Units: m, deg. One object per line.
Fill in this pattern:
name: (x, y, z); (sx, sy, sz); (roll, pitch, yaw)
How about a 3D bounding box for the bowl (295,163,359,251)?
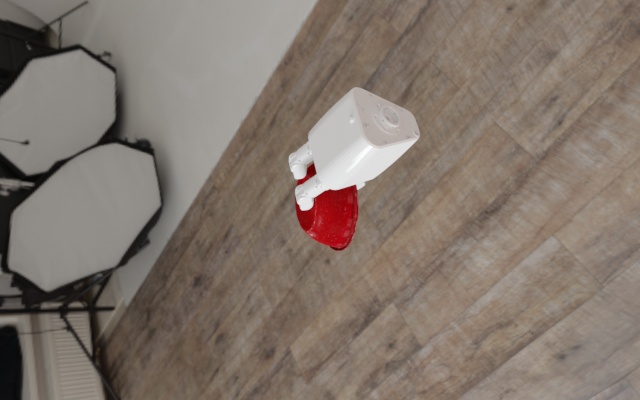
bowl: (-0.001, 0.003, 0.764); (0.055, 0.162, 0.162); (-3, 1, -23)
